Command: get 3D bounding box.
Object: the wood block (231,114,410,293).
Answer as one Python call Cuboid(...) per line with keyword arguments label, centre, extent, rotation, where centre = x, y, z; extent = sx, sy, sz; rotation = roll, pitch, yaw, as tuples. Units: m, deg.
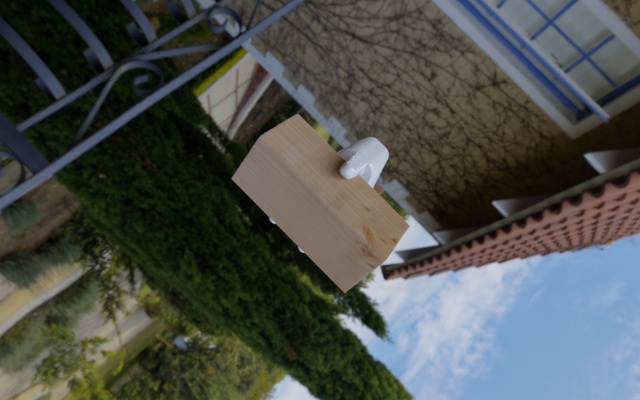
Cuboid(label="wood block", centre=(0.001, 0.002, 0.612), extent=(0.091, 0.206, 0.090), rotation=(-47, -3, 41))
